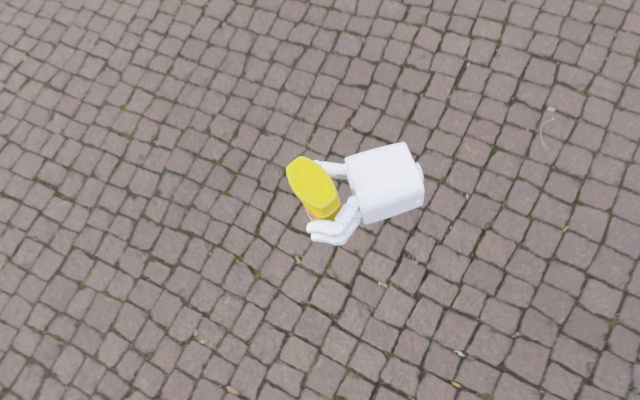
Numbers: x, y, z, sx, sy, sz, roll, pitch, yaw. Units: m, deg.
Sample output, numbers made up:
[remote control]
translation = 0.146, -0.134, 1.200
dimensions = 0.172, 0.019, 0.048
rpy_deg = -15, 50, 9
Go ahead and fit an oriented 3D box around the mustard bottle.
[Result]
[mustard bottle]
translation = 0.000, 0.003, 0.803
dimensions = 0.058, 0.096, 0.192
rpy_deg = -40, -21, -6
